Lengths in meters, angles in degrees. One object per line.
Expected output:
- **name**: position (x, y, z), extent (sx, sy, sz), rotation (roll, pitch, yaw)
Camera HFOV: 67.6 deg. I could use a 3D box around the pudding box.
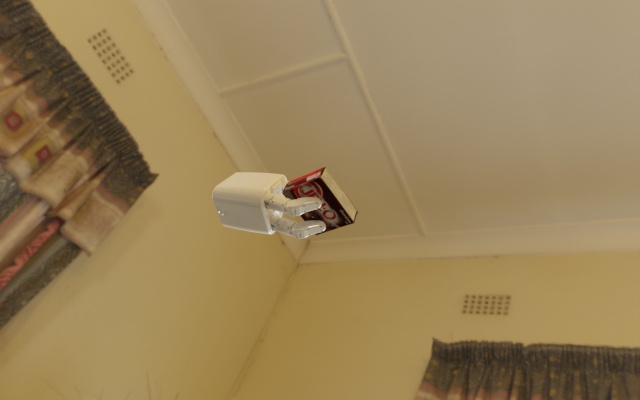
- **pudding box**: position (0.000, 0.003, 0.858), extent (0.090, 0.113, 0.039), rotation (-20, 31, 35)
